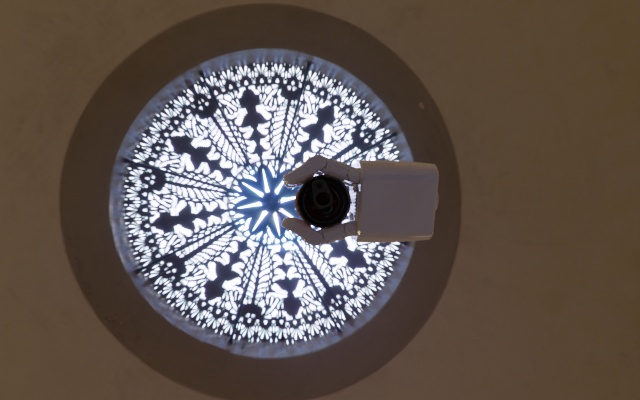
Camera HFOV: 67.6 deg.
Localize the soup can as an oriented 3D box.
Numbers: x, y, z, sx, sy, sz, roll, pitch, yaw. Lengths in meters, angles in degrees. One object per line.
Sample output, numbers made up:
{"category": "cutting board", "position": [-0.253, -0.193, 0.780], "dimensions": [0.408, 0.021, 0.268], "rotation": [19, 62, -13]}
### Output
{"category": "soup can", "position": [0.000, 0.002, 0.645], "dimensions": [0.068, 0.068, 0.102], "rotation": [0, -1, -5]}
